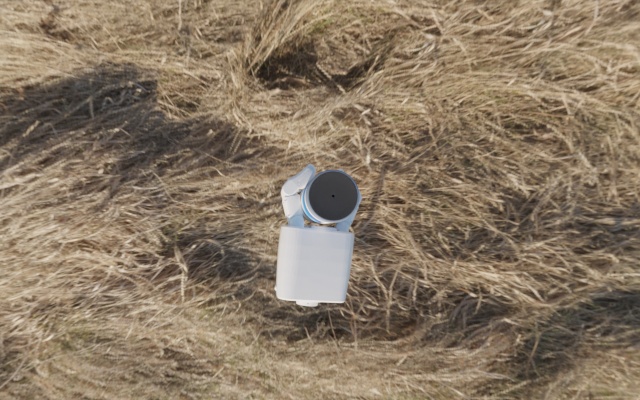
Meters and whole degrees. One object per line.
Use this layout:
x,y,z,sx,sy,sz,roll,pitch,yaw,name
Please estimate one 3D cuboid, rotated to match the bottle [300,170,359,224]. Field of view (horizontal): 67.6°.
0.000,0.002,0.739,0.069,0.069,0.296,0,-3,-6,bottle
